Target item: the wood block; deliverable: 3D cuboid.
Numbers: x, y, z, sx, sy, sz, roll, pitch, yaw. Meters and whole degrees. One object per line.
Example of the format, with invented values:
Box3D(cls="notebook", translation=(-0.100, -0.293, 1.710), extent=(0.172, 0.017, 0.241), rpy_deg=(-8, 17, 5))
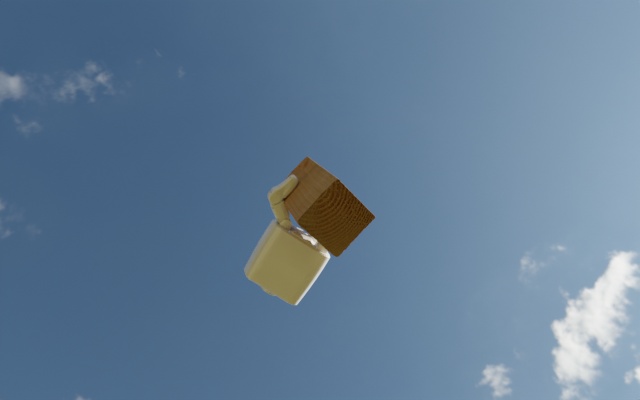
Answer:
Box3D(cls="wood block", translation=(0.000, 0.003, 0.802), extent=(0.091, 0.090, 0.206), rpy_deg=(43, 1, -20))
